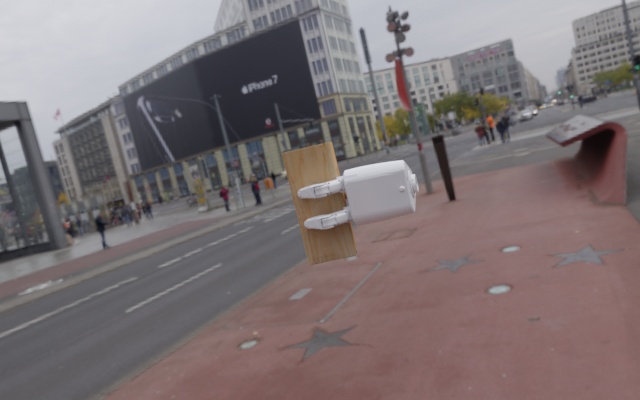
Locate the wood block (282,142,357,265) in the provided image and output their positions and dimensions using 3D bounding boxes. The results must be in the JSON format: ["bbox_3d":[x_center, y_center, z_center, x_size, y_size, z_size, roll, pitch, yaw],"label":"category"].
[{"bbox_3d":[0.001,0.003,0.883,0.090,0.206,0.091,-13,5,5],"label":"wood block"}]
